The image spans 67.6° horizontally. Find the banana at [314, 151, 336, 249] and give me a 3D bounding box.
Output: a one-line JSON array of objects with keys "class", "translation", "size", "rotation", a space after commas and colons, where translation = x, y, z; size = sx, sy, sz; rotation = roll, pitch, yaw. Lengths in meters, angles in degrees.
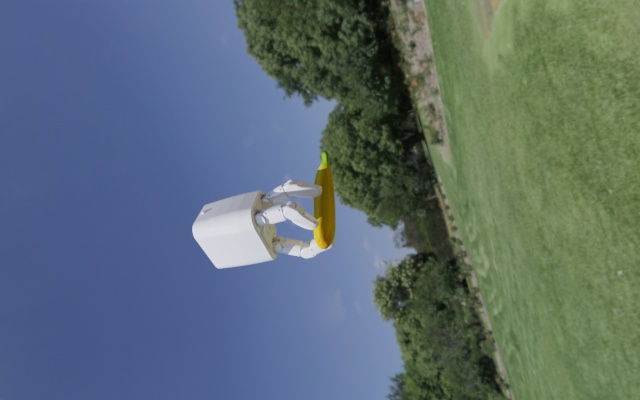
[{"class": "banana", "translation": [0.004, 0.011, 0.806], "size": [0.037, 0.197, 0.070], "rotation": [-9, -38, 10]}]
